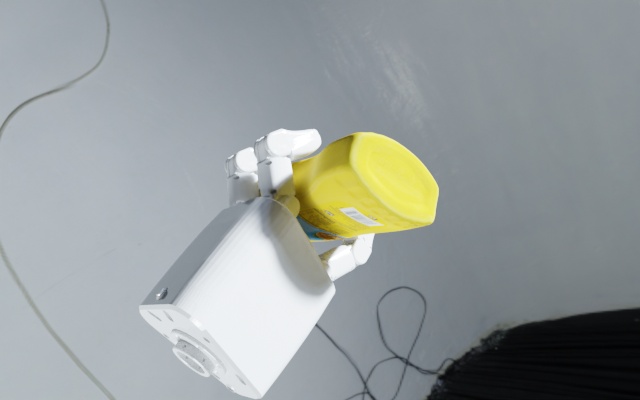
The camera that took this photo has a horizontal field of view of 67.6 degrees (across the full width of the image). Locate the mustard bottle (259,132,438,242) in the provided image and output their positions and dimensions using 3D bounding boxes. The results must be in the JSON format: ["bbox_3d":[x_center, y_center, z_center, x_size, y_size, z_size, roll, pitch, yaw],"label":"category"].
[{"bbox_3d":[0.000,0.001,0.419,0.096,0.058,0.191,28,-27,-31],"label":"mustard bottle"}]
